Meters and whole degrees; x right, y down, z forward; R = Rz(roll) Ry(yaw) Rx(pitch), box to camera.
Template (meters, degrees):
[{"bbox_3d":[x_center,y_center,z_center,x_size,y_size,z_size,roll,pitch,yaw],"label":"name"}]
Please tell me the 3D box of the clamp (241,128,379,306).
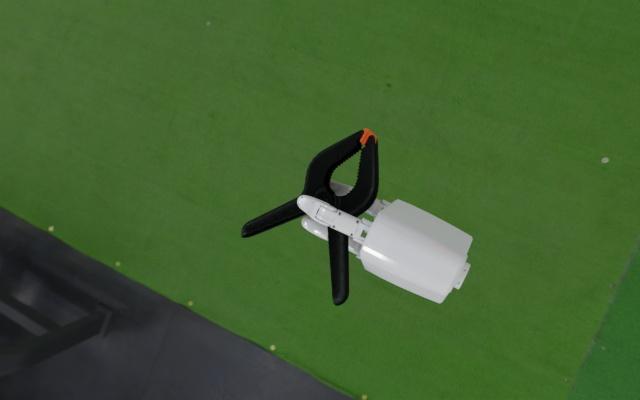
[{"bbox_3d":[0.000,0.002,0.595,0.164,0.210,0.036,26,4,18],"label":"clamp"}]
